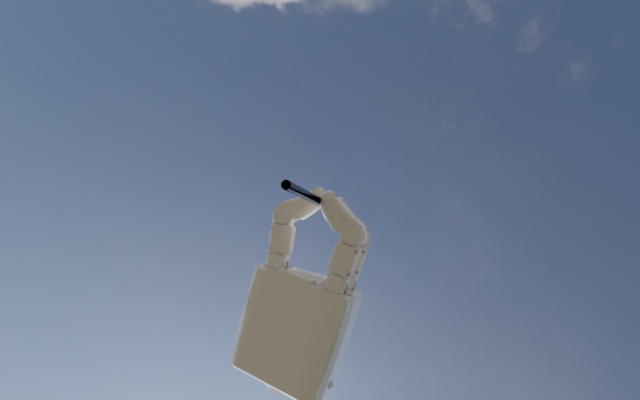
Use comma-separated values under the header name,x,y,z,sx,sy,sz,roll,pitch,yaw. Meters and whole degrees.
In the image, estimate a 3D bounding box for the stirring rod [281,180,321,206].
name,x,y,z,sx,sy,sz,roll,pitch,yaw
stirring rod,0.000,0.002,0.477,0.011,0.011,0.239,0,-6,13
